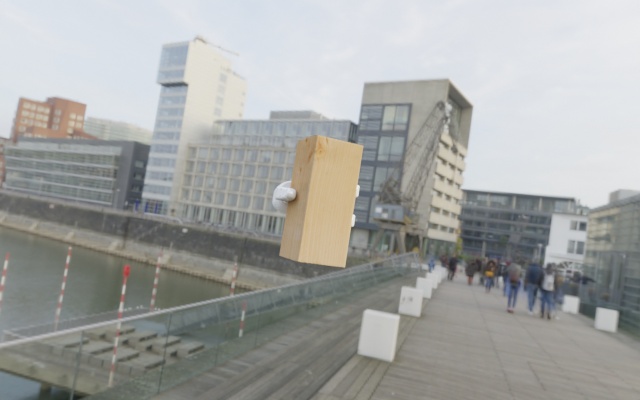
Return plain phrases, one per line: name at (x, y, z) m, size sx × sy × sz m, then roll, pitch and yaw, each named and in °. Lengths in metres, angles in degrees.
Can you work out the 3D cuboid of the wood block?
wood block at (0.000, 0.002, 0.816) m, size 0.091 × 0.206 × 0.090 m, roll 10°, pitch -4°, yaw -24°
